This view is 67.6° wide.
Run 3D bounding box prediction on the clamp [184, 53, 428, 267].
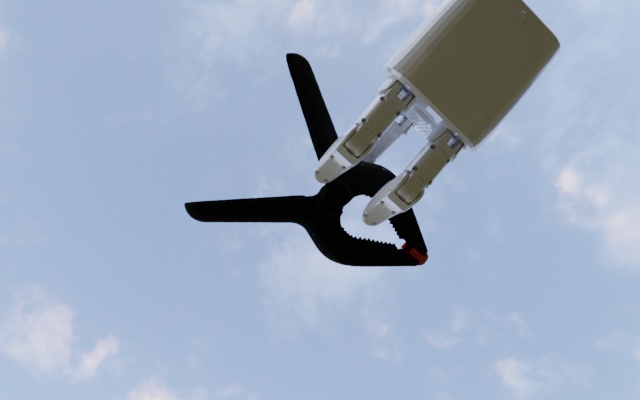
[{"bbox_3d":[0.001,0.001,0.420,0.210,0.164,0.036,41,2,-10],"label":"clamp"}]
